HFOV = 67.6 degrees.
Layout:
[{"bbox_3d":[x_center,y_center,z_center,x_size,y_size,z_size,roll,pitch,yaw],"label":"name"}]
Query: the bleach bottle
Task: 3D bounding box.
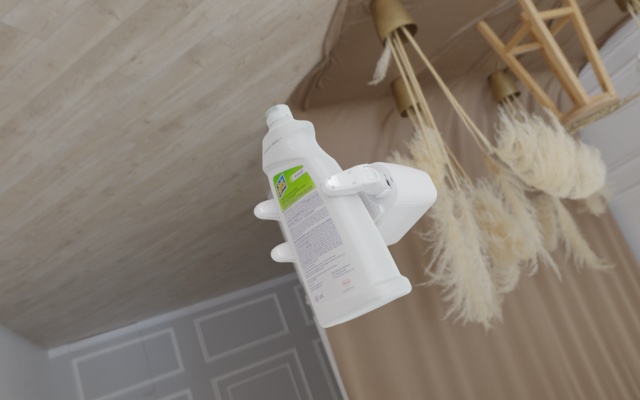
[{"bbox_3d":[0.000,0.002,0.521,0.102,0.250,0.068,-33,-20,32],"label":"bleach bottle"}]
